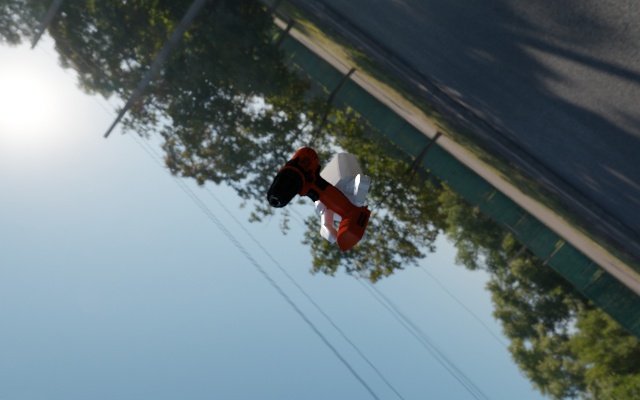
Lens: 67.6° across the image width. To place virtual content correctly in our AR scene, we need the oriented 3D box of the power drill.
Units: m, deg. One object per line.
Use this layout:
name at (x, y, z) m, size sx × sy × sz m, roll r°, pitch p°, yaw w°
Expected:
power drill at (0.001, 0.003, 0.859) m, size 0.057 × 0.188 × 0.184 m, roll -38°, pitch 13°, yaw 35°
